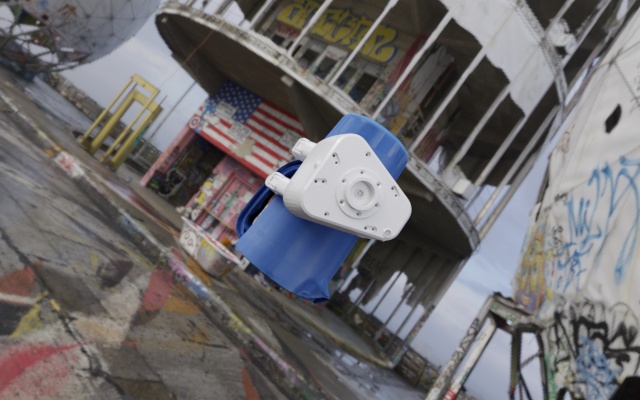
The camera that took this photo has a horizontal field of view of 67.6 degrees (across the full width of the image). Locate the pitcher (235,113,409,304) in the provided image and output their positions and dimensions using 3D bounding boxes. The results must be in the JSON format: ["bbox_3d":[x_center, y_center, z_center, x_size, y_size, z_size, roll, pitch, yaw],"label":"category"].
[{"bbox_3d":[0.000,0.002,0.647,0.149,0.243,0.145,38,-5,-10],"label":"pitcher"}]
